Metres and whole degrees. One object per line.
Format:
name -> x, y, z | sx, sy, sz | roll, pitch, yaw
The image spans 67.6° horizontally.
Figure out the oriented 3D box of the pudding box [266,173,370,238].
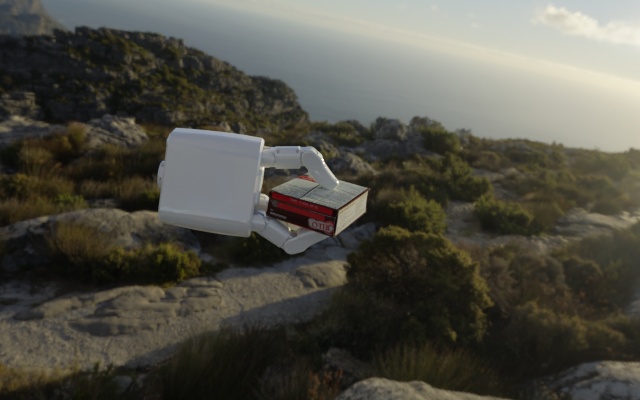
pudding box -> 0.000, 0.002, 0.584 | 0.090, 0.039, 0.113 | 18, 23, 20
